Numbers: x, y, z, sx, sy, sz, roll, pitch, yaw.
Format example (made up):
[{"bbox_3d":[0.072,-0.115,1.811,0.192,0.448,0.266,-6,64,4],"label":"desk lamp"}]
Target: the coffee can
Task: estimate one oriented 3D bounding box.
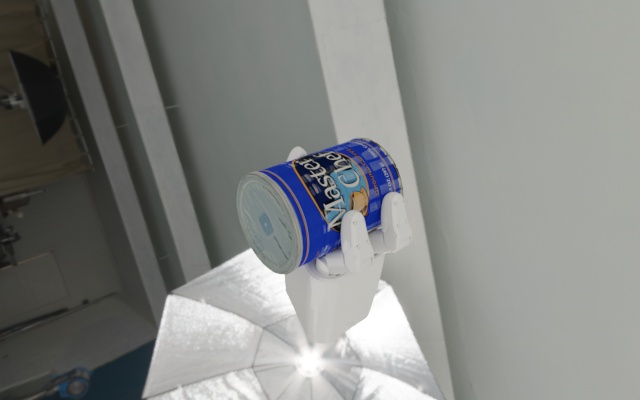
[{"bbox_3d":[0.000,0.001,0.491,0.140,0.103,0.103,-22,13,-34],"label":"coffee can"}]
